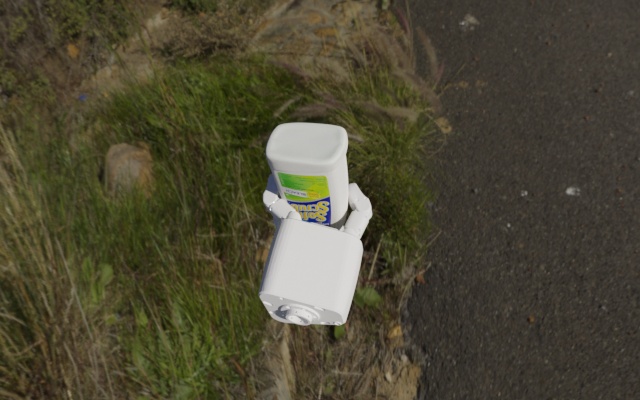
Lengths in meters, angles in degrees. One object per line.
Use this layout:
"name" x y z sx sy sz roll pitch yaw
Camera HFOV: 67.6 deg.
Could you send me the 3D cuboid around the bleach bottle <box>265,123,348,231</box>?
"bleach bottle" 0.000 0.002 0.670 0.102 0.068 0.251 7 -34 16
